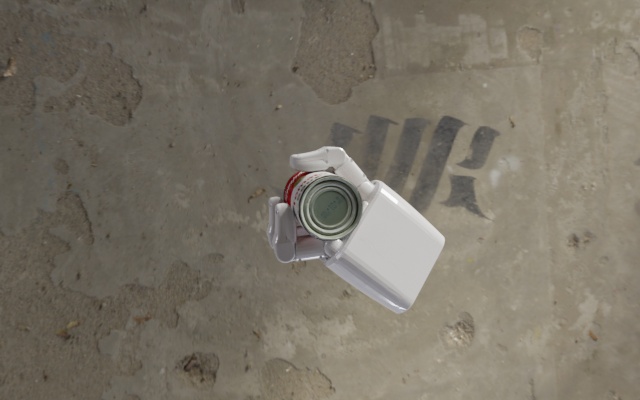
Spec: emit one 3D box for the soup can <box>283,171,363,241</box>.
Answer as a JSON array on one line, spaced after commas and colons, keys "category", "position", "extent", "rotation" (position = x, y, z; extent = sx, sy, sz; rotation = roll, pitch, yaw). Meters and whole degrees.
[{"category": "soup can", "position": [0.000, 0.001, 0.517], "extent": [0.068, 0.068, 0.102], "rotation": [0, 8, -13]}]
